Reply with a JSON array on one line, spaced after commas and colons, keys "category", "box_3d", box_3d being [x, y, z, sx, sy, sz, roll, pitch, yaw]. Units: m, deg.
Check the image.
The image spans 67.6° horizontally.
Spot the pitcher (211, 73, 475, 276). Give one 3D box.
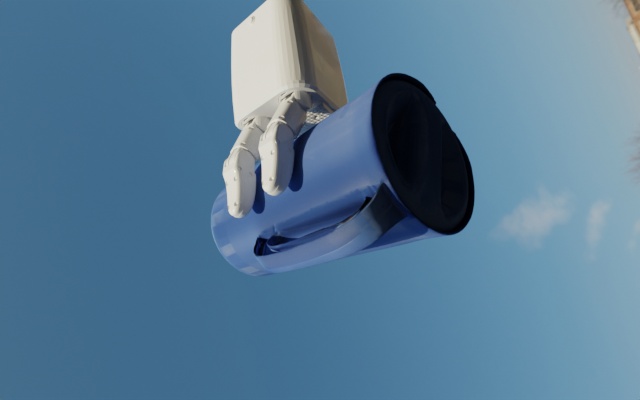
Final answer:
[{"category": "pitcher", "box_3d": [0.000, 0.001, 0.436, 0.149, 0.145, 0.243, 11, -25, -43]}]
